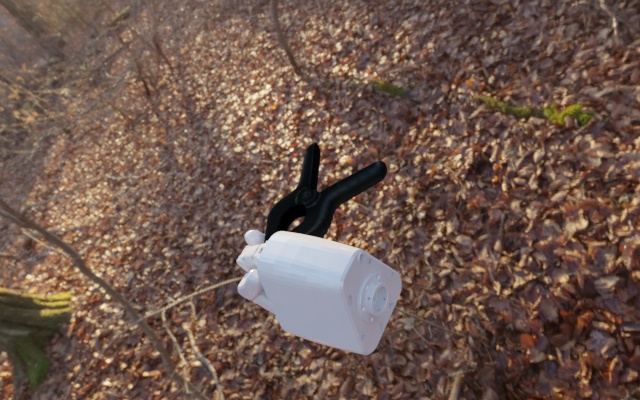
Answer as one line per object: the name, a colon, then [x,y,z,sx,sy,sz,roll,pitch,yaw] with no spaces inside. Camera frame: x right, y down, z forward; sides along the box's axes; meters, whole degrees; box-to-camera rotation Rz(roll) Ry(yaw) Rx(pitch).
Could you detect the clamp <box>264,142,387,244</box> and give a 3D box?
clamp: [0.000,0.002,0.561,0.120,0.171,0.039,8,-32,38]
